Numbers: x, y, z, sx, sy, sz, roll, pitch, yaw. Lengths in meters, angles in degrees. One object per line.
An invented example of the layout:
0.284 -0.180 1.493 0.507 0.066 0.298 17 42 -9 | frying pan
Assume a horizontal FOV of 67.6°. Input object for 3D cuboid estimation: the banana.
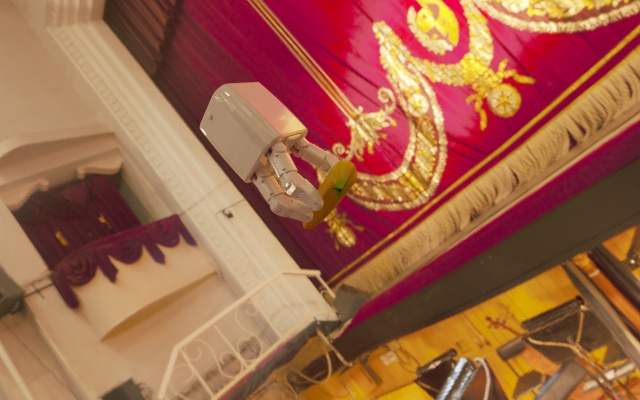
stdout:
0.013 -0.011 0.656 0.069 0.037 0.198 -45 -4 -21 | banana
